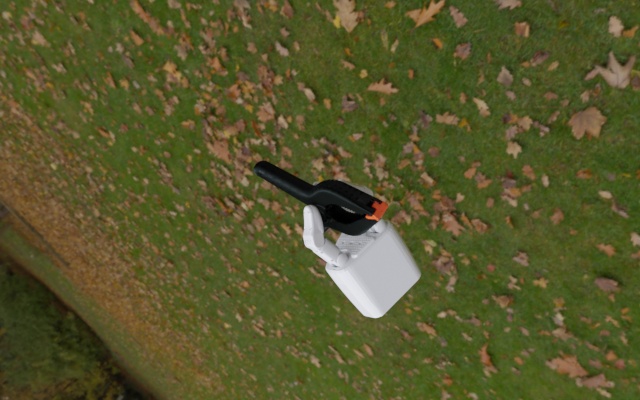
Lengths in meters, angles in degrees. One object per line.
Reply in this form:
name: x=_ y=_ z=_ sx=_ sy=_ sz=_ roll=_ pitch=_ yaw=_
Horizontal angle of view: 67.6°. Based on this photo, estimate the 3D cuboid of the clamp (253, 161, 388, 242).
clamp: x=0.000 y=0.003 z=0.673 sx=0.210 sy=0.165 sz=0.036 roll=-4 pitch=41 yaw=51
